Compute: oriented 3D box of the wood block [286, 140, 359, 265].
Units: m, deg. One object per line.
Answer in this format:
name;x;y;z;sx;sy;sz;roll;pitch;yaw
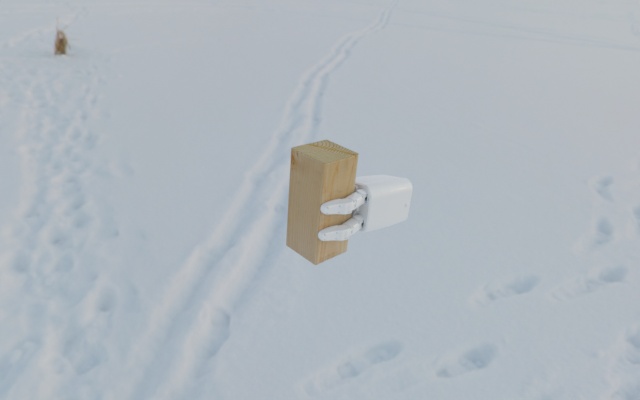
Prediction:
wood block;0.000;0.003;0.896;0.090;0.206;0.090;-19;35;-39
